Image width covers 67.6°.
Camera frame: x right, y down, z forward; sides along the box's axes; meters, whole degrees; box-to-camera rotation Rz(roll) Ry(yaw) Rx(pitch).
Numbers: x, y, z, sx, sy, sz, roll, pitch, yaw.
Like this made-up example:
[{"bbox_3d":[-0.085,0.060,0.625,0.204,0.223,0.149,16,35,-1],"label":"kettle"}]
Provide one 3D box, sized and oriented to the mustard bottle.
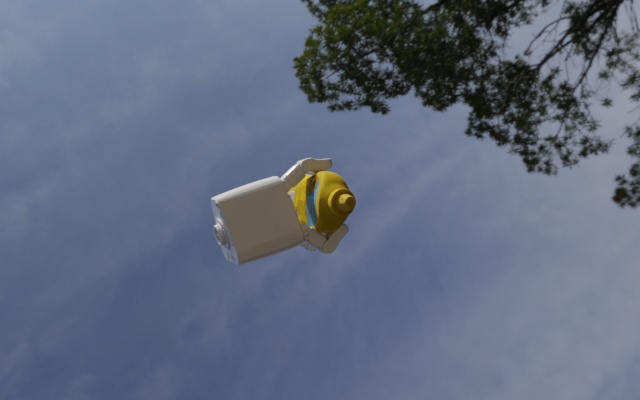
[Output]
[{"bbox_3d":[0.000,0.002,0.760,0.058,0.096,0.191,7,-3,-26],"label":"mustard bottle"}]
